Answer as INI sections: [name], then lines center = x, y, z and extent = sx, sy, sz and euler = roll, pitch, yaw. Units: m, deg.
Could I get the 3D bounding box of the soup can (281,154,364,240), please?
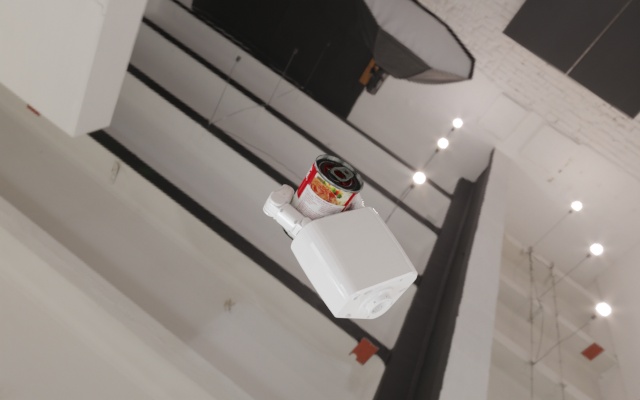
[soup can]
center = 0.000, 0.002, 0.606
extent = 0.068, 0.102, 0.068
euler = 23, 32, -16
